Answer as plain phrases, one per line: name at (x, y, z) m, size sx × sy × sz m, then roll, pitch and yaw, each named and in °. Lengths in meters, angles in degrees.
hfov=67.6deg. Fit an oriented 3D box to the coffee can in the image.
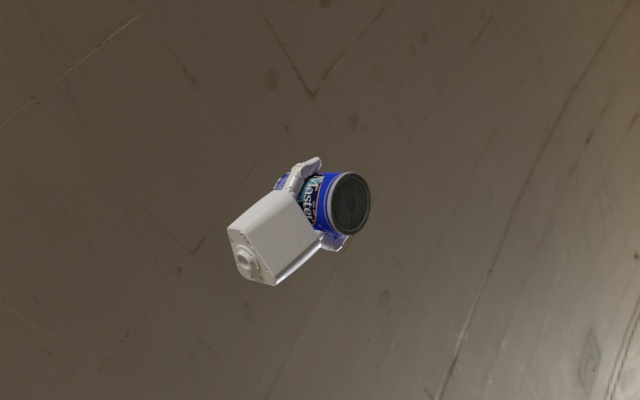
coffee can at (0.000, 0.003, 0.812) m, size 0.140 × 0.103 × 0.103 m, roll 4°, pitch 3°, yaw 44°
